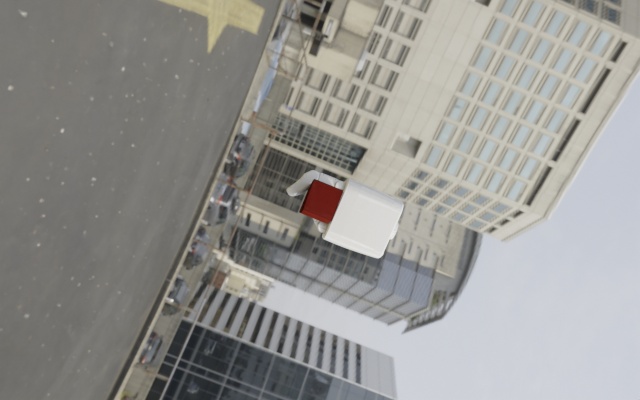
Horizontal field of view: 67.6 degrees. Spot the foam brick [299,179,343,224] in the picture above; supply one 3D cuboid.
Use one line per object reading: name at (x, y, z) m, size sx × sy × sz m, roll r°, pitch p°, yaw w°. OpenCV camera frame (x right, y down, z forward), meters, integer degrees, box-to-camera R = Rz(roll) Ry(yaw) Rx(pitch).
foam brick at (0.000, 0.003, 0.772) m, size 0.051 × 0.053 × 0.078 m, roll 22°, pitch -7°, yaw -3°
